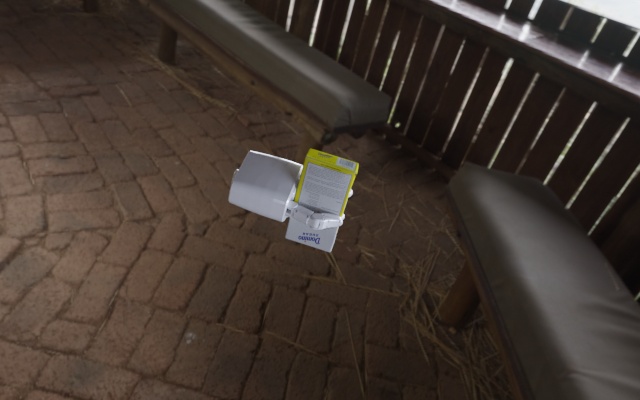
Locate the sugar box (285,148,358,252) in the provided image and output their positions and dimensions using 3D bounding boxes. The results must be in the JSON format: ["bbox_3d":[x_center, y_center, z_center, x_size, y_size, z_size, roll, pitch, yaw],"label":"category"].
[{"bbox_3d":[0.000,0.002,0.864,0.093,0.176,0.048,18,33,2],"label":"sugar box"}]
